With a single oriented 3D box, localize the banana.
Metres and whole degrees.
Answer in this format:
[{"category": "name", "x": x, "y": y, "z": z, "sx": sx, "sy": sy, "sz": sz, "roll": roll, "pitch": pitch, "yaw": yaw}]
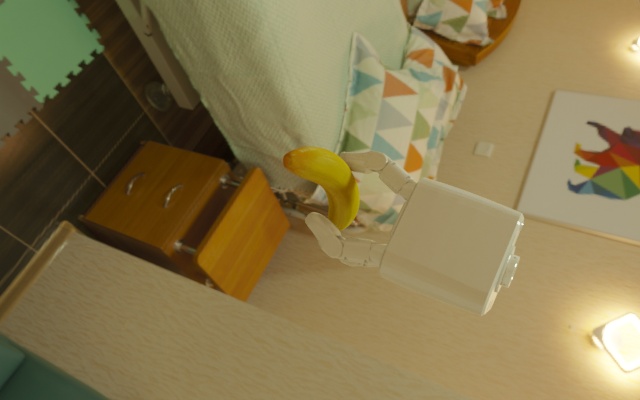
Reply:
[{"category": "banana", "x": 0.011, "y": -0.011, "z": 0.532, "sx": 0.037, "sy": 0.069, "sz": 0.198, "roll": 26, "pitch": -20, "yaw": 26}]
